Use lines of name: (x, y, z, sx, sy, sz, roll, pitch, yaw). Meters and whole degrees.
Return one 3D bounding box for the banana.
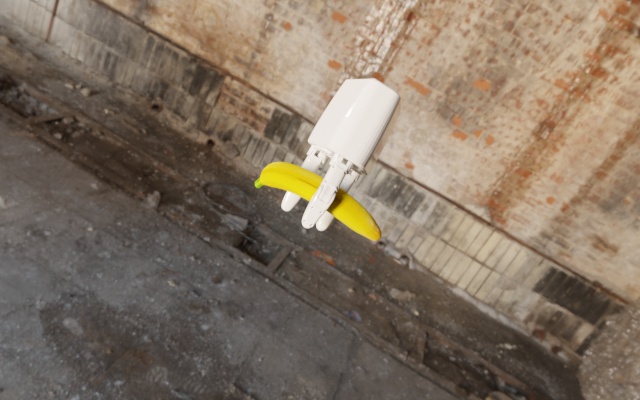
banana: (-0.004, -0.007, 0.643, 0.198, 0.037, 0.070, 26, -20, 15)
